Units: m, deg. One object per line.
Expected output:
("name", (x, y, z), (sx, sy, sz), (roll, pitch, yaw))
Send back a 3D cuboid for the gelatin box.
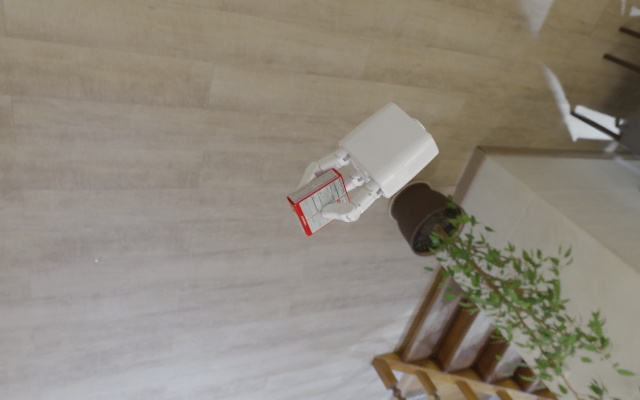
("gelatin box", (0.000, 0.003, 0.742), (0.089, 0.073, 0.030), (-33, 43, -13))
